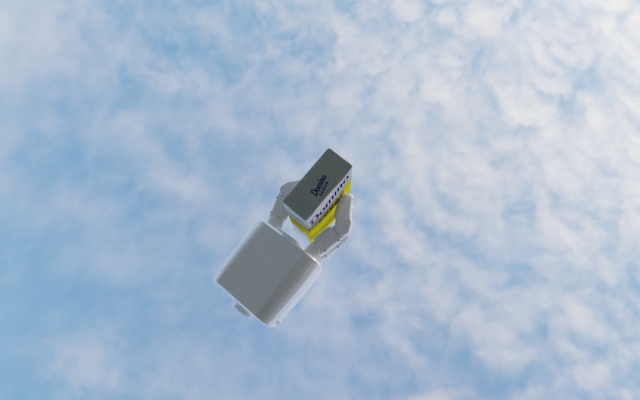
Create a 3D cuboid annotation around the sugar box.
[{"bbox_3d":[0.000,0.003,0.664,0.048,0.093,0.176,39,-10,9],"label":"sugar box"}]
